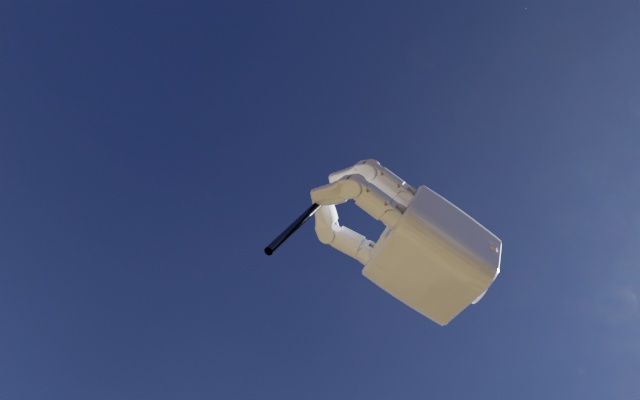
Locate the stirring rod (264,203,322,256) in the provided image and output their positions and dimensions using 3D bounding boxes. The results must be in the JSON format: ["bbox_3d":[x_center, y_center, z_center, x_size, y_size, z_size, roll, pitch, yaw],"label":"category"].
[{"bbox_3d":[0.000,0.002,0.510,0.011,0.011,0.239,0,20,23],"label":"stirring rod"}]
